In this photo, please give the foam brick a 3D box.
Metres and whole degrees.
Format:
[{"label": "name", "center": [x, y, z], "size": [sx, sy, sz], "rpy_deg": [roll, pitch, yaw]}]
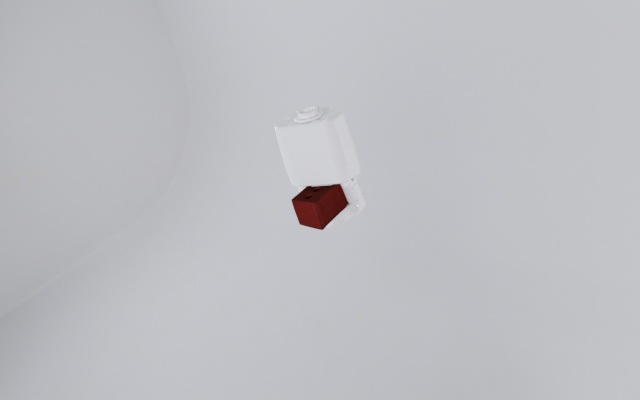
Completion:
[{"label": "foam brick", "center": [0.000, 0.003, 0.780], "size": [0.053, 0.051, 0.078], "rpy_deg": [9, 38, 39]}]
